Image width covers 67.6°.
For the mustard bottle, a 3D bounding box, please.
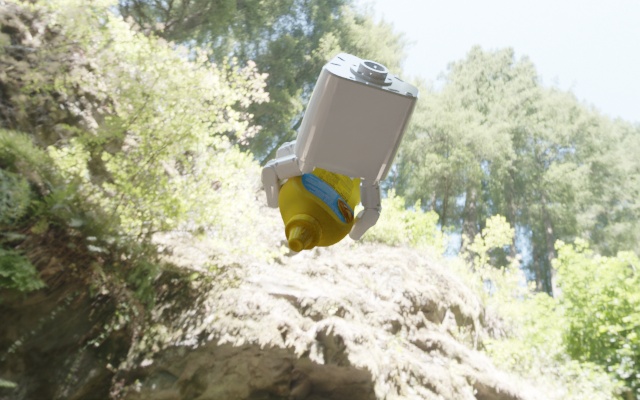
[{"bbox_3d":[0.000,0.002,0.579,0.058,0.096,0.191,-41,10,31],"label":"mustard bottle"}]
